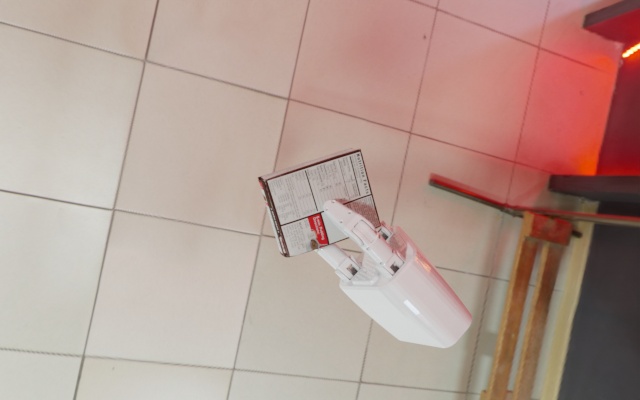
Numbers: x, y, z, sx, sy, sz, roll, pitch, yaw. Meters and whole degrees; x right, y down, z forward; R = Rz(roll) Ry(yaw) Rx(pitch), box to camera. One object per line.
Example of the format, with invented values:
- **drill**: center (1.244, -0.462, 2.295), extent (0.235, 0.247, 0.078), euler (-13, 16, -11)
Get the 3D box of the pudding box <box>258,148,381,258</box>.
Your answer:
- **pudding box**: center (0.000, 0.002, 0.511), extent (0.113, 0.090, 0.039), euler (-19, 10, -16)
